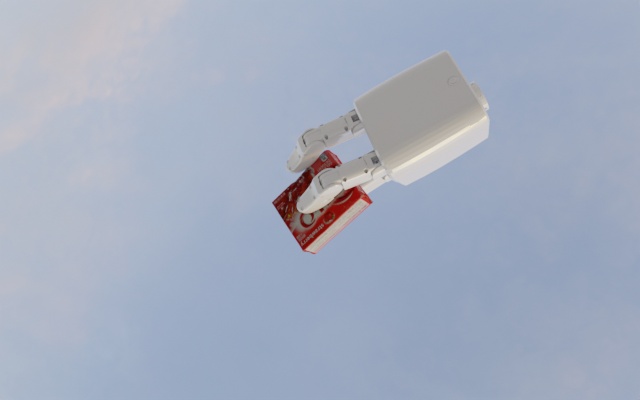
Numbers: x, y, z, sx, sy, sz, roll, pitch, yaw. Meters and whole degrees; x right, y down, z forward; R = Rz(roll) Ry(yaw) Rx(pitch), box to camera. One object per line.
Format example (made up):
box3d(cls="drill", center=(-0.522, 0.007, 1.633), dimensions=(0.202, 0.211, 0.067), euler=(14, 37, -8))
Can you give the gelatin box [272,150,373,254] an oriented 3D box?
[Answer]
box3d(cls="gelatin box", center=(0.000, 0.002, 0.517), dimensions=(0.089, 0.073, 0.030), euler=(-43, -31, 13))
